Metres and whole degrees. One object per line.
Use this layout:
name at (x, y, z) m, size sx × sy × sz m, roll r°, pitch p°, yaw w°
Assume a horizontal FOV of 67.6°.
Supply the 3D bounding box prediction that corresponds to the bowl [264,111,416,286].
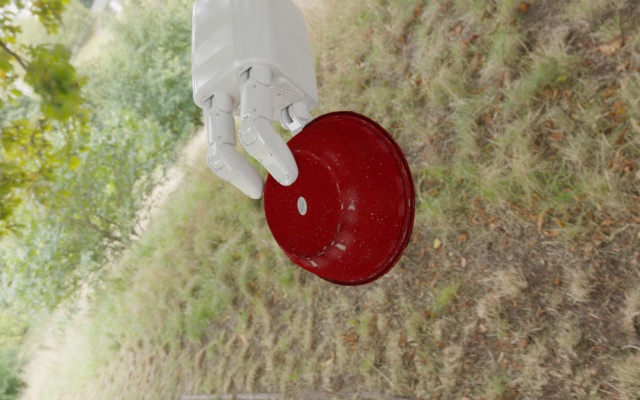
bowl at (0.000, 0.003, 0.420) m, size 0.162 × 0.162 × 0.055 m, roll 0°, pitch 5°, yaw 42°
